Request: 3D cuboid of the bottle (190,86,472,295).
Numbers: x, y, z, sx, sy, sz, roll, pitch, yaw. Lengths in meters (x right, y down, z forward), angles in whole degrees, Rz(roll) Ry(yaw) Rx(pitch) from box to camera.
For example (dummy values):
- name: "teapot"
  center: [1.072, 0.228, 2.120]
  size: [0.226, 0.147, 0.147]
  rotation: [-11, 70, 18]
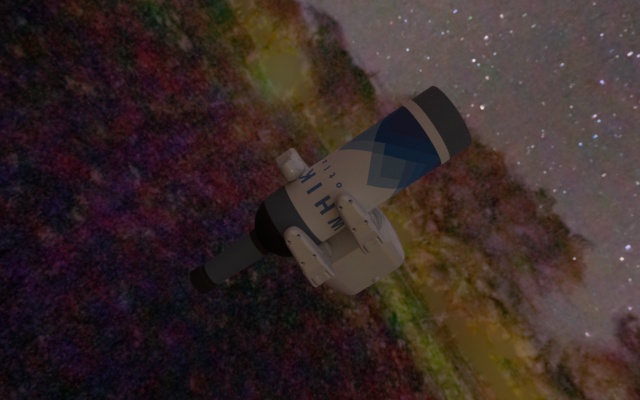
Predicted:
- name: "bottle"
  center: [0.000, 0.001, 0.461]
  size: [0.296, 0.069, 0.069]
  rotation: [-34, -4, 6]
